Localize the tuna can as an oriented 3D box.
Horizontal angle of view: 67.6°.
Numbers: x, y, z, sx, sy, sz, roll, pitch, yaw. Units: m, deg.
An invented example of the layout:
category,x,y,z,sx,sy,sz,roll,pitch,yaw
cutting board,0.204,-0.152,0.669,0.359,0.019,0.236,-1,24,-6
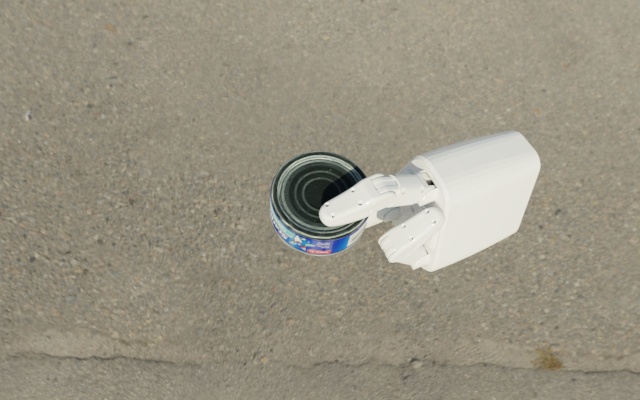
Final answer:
category,x,y,z,sx,sy,sz,roll,pitch,yaw
tuna can,0.000,0.001,0.401,0.086,0.086,0.034,0,-29,-6
